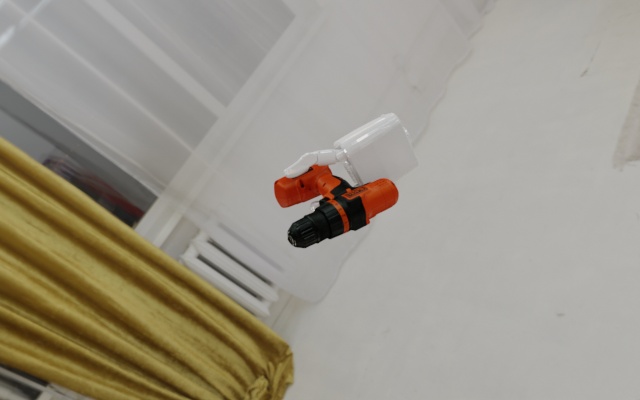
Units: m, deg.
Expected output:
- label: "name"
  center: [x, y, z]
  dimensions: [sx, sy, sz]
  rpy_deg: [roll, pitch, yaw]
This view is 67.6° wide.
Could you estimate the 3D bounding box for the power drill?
- label: "power drill"
  center: [0.000, 0.002, 0.744]
  dimensions: [0.184, 0.057, 0.187]
  rpy_deg: [-23, 27, -24]
